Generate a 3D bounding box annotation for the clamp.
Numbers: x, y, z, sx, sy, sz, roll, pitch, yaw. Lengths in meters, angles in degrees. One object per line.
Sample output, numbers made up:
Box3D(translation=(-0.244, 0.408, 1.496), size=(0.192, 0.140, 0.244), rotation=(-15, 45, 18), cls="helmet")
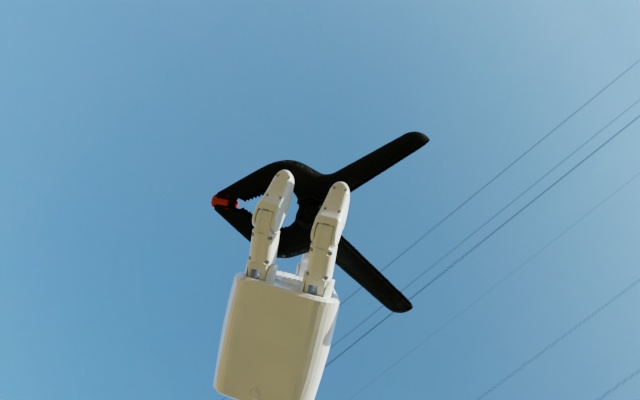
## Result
Box3D(translation=(0.000, 0.002, 0.456), size=(0.210, 0.164, 0.036), rotation=(13, -3, 14), cls="clamp")
